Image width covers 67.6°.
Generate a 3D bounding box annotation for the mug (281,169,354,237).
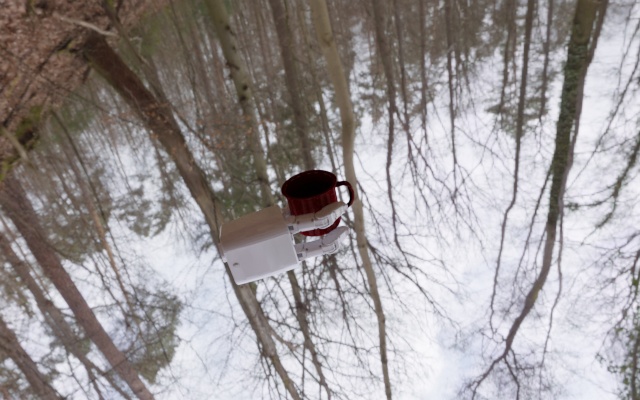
[{"bbox_3d":[0.002,0.002,0.799,0.117,0.081,0.093,-17,32,-6],"label":"mug"}]
